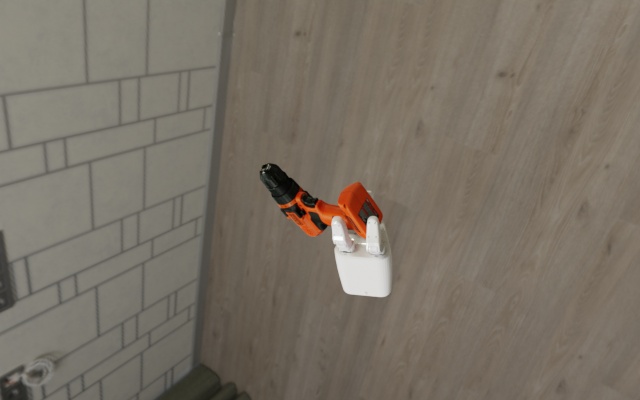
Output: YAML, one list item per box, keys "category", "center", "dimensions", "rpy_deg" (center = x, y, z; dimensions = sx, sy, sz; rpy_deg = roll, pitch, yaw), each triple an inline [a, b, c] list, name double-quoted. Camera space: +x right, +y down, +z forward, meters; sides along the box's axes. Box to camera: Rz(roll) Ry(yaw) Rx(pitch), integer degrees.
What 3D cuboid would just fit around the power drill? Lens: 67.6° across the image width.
- category: "power drill"
  center: [0.001, 0.003, 0.824]
  dimensions: [0.187, 0.057, 0.184]
  rpy_deg: [6, -32, 43]
